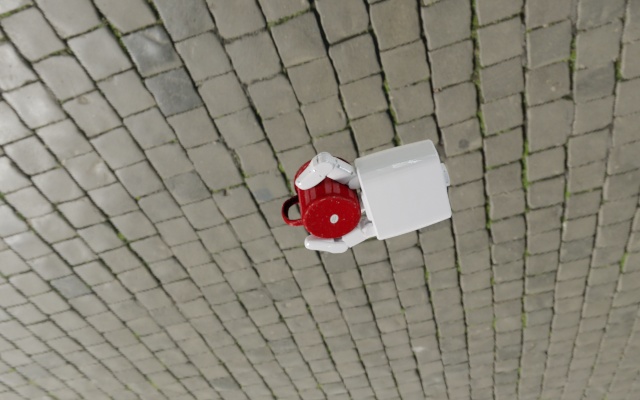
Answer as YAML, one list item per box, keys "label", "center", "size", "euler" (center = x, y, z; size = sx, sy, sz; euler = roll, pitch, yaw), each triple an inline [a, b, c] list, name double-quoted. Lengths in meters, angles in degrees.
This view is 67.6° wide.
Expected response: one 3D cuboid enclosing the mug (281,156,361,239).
- label: "mug"
  center: [-0.001, 0.003, 0.667]
  size: [0.117, 0.093, 0.081]
  euler: [-18, 41, 8]
